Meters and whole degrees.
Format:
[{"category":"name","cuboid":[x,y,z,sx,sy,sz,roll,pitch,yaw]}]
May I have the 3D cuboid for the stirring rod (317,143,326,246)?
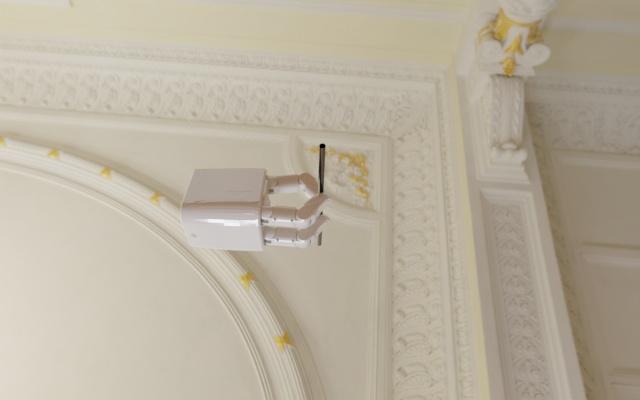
[{"category":"stirring rod","cuboid":[0.000,0.002,0.673,0.011,0.011,0.240,0,-34,-1]}]
